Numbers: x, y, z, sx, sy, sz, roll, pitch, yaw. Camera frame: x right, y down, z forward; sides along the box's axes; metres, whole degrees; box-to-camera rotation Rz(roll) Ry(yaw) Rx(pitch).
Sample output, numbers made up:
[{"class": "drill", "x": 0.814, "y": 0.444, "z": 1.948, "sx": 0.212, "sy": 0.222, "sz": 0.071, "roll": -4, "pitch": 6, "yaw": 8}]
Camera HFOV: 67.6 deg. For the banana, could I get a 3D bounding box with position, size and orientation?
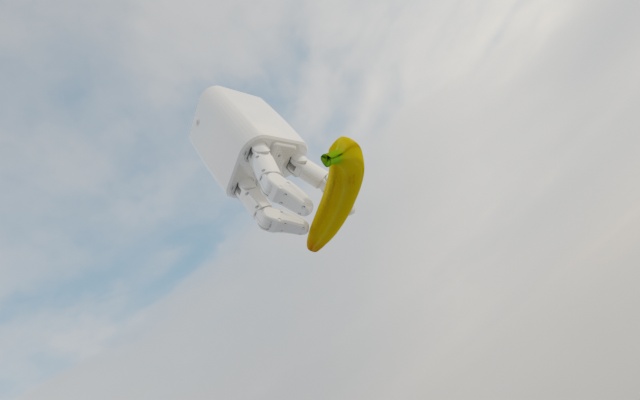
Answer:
[{"class": "banana", "x": 0.015, "y": -0.010, "z": 0.518, "sx": 0.069, "sy": 0.037, "sz": 0.198, "roll": -34, "pitch": -24, "yaw": -22}]
